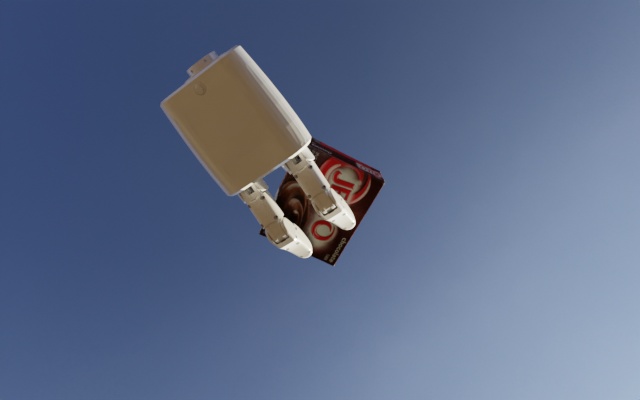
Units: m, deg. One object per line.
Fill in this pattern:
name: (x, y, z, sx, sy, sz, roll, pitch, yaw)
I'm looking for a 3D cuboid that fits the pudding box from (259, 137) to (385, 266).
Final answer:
pudding box: (0.000, 0.002, 0.499, 0.090, 0.113, 0.039, 25, 23, -11)
